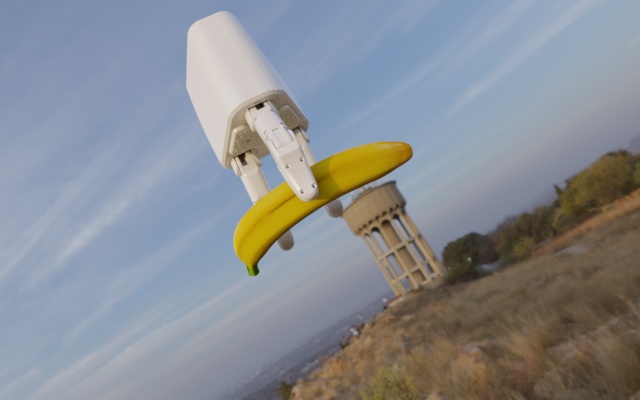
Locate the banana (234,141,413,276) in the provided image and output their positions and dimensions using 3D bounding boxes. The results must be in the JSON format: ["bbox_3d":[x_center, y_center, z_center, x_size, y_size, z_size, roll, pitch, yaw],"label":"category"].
[{"bbox_3d":[-0.010,0.000,0.423,0.198,0.037,0.070,-36,-24,14],"label":"banana"}]
